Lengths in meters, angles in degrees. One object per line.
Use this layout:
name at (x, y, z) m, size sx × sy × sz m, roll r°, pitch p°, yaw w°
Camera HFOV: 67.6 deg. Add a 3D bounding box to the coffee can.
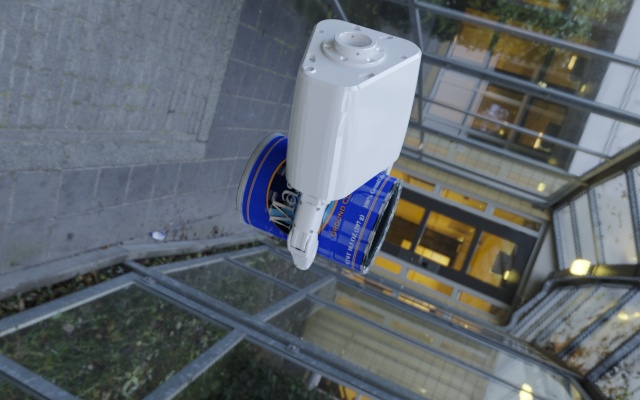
coffee can at (0.000, 0.002, 0.491) m, size 0.140 × 0.103 × 0.103 m, roll 22°, pitch 5°, yaw 14°
